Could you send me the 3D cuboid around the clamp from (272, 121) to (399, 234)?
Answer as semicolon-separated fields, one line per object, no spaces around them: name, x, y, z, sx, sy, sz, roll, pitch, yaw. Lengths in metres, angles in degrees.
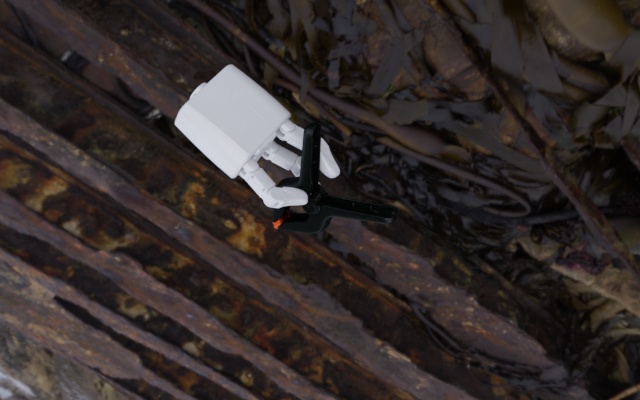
clamp;-0.001;0.003;0.668;0.036;0.164;0.210;-49;4;-40
